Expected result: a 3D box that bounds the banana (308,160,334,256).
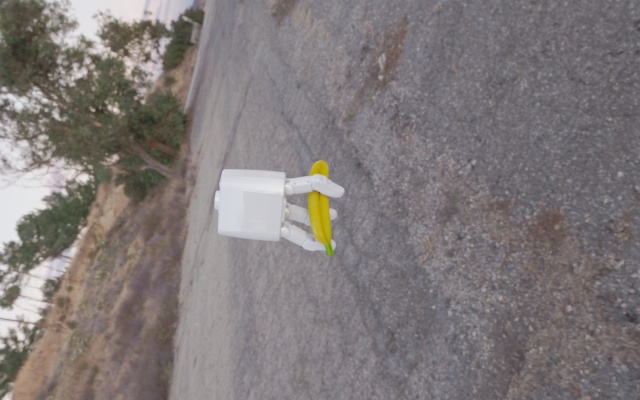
[{"bbox_3d":[-0.002,-0.004,0.839,0.037,0.197,0.070,-5,-32,5],"label":"banana"}]
